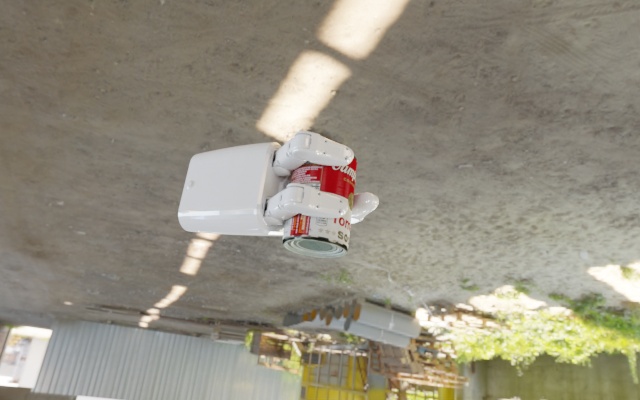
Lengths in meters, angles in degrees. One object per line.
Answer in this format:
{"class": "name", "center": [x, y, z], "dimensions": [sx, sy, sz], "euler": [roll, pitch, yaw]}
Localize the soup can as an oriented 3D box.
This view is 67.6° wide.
{"class": "soup can", "center": [0.001, 0.002, 0.493], "dimensions": [0.068, 0.102, 0.068], "euler": [6, -21, 2]}
